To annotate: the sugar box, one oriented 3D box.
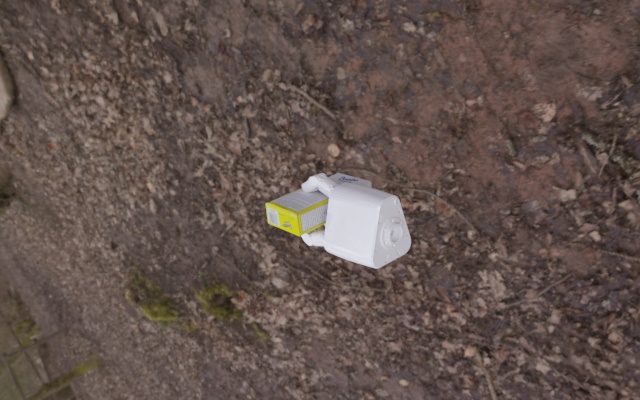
[{"bbox_3d":[0.000,0.003,0.845,0.176,0.048,0.093,-21,26,-36],"label":"sugar box"}]
